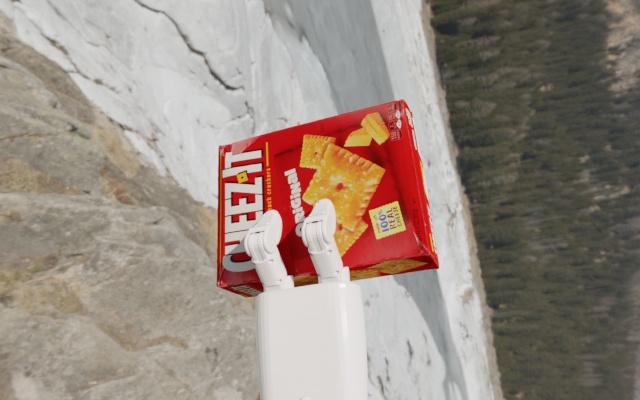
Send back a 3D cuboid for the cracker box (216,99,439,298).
[{"bbox_3d":[0.000,0.002,0.493,0.214,0.164,0.072,-11,-23,17],"label":"cracker box"}]
